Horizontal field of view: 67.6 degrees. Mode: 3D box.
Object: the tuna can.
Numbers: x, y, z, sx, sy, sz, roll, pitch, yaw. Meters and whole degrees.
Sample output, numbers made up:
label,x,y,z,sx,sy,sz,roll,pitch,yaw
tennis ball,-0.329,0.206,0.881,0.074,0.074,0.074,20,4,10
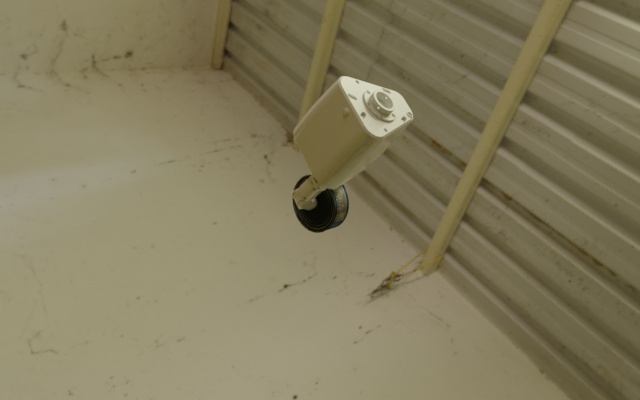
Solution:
label,x,y,z,sx,sy,sz,roll,pitch,yaw
tuna can,0.000,0.002,0.701,0.086,0.086,0.034,0,10,44
